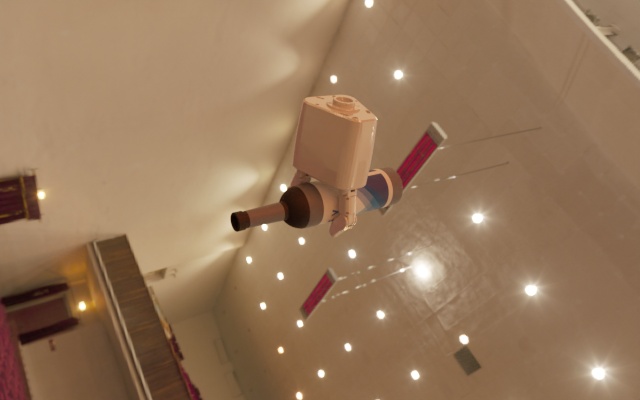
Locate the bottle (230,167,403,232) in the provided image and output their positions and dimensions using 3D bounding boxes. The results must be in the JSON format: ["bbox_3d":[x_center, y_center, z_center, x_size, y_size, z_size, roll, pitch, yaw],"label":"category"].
[{"bbox_3d":[0.000,0.002,0.736,0.295,0.069,0.069,-13,8,-35],"label":"bottle"}]
